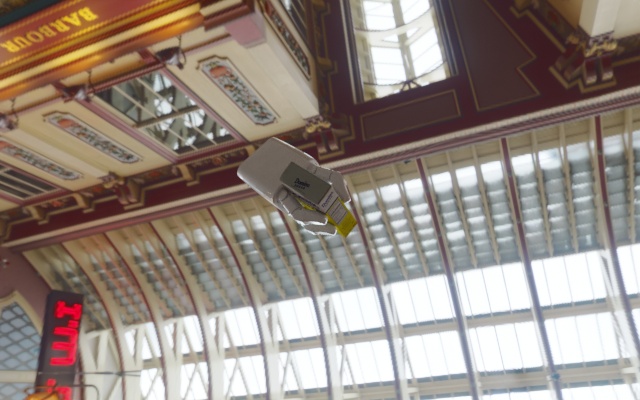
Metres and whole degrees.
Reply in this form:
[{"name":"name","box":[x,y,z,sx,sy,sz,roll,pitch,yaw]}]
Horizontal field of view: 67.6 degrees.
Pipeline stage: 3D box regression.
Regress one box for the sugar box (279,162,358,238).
[{"name":"sugar box","box":[0.000,0.003,0.854,0.093,0.048,0.176,33,-6,29]}]
